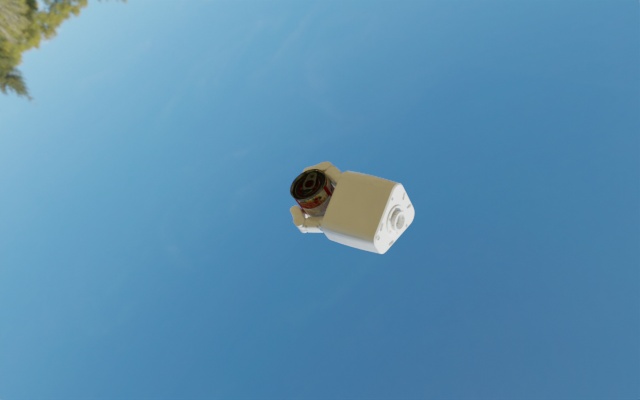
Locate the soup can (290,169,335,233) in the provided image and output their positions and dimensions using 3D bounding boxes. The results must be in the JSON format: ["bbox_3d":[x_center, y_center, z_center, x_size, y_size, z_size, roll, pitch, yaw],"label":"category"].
[{"bbox_3d":[0.000,0.003,0.836,0.068,0.068,0.102,0,-37,32],"label":"soup can"}]
